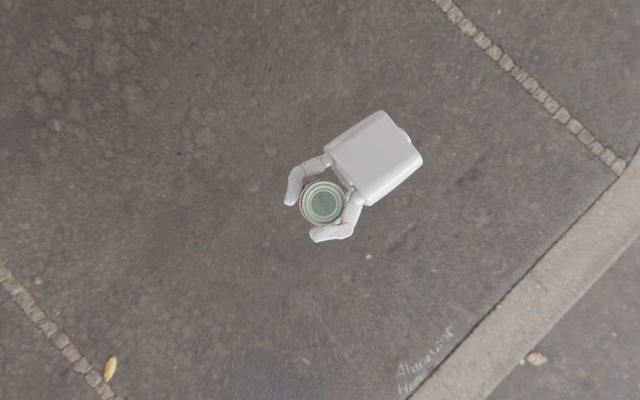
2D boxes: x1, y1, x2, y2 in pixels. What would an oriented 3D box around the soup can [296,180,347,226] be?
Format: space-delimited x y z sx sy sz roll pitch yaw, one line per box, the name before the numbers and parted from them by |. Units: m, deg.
soup can | 0.000 0.003 0.727 0.068 0.068 0.102 0 2 -6
